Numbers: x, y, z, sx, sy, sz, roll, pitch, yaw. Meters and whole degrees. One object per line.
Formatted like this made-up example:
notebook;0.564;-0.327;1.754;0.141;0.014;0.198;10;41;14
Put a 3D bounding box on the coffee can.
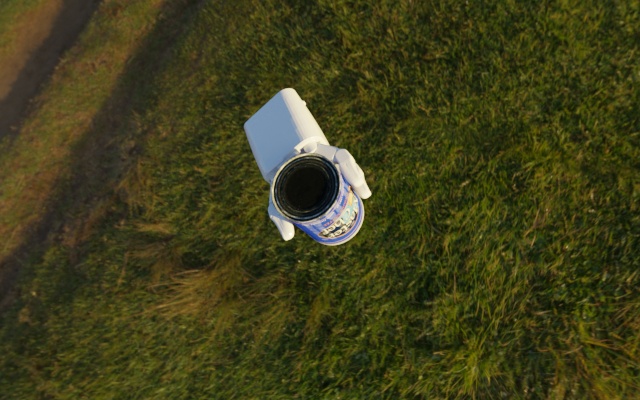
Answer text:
coffee can;0.000;0.003;0.719;0.103;0.102;0.140;0;-18;19
